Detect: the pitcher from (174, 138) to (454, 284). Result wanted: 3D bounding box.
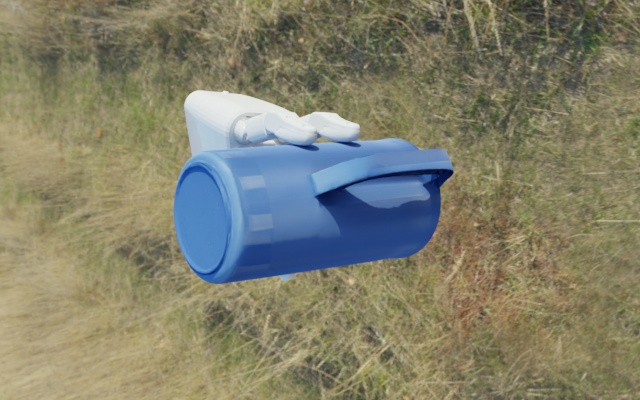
[{"bbox_3d":[0.000,0.001,0.450,0.243,0.149,0.145,-6,29,-42],"label":"pitcher"}]
